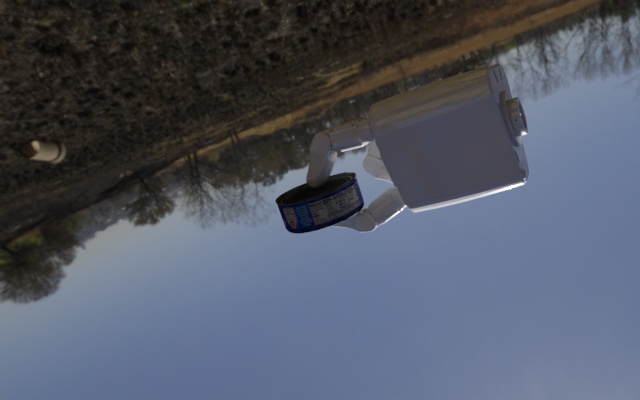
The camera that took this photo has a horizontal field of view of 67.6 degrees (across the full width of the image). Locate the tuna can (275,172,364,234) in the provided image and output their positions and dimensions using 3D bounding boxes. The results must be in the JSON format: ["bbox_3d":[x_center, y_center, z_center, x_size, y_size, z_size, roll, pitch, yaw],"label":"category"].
[{"bbox_3d":[0.000,0.002,0.484,0.086,0.034,0.086,-18,12,4],"label":"tuna can"}]
